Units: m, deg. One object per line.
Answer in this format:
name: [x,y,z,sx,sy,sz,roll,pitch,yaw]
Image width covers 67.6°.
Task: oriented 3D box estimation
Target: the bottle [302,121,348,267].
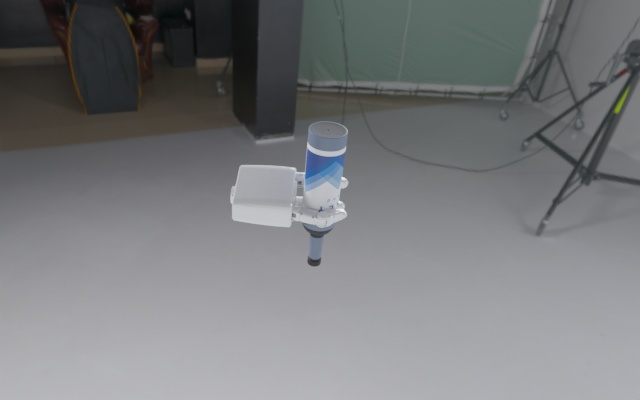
bottle: [0.000,0.003,0.882,0.069,0.296,0.069,4,34,-3]
